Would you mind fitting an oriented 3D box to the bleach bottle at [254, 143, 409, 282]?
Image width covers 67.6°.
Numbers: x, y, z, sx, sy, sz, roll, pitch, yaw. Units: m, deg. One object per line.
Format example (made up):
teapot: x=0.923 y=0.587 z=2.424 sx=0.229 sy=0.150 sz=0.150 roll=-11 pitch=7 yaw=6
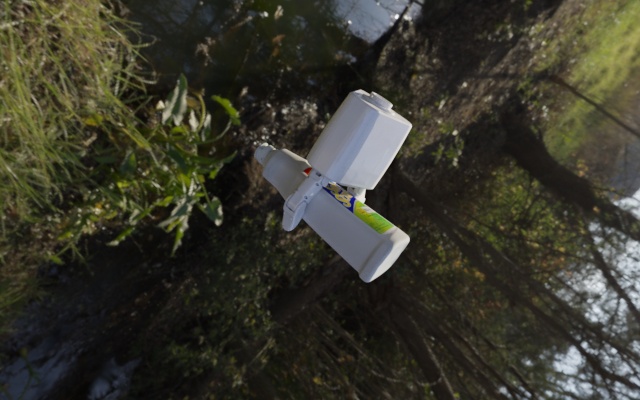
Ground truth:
bleach bottle: x=0.000 y=0.002 z=0.662 sx=0.250 sy=0.068 sz=0.102 roll=39 pitch=20 yaw=18
